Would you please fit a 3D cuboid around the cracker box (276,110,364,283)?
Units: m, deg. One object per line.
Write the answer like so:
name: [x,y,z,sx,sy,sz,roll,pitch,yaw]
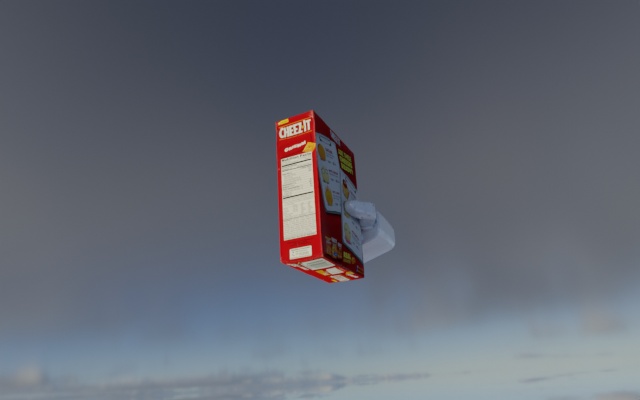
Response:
cracker box: [0.000,0.002,0.707,0.072,0.213,0.164,-13,-22,21]
